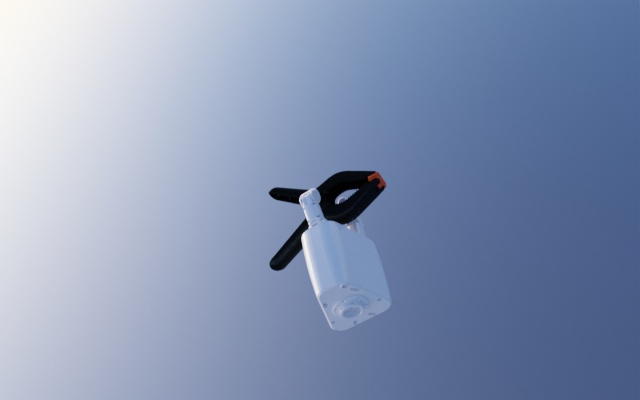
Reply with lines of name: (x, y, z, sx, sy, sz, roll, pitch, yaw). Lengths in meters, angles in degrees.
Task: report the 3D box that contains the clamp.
clamp: (0.000, 0.002, 0.751, 0.210, 0.164, 0.036, -30, -46, 14)
